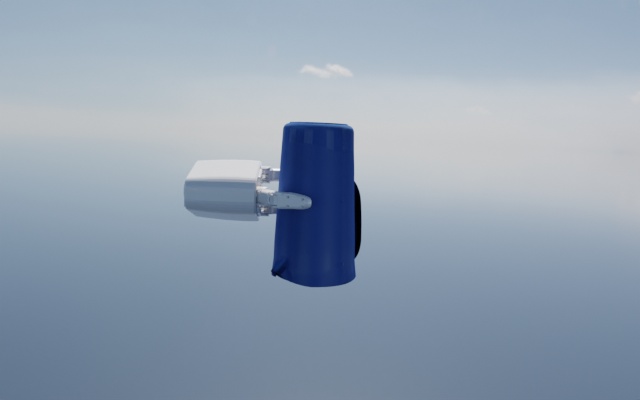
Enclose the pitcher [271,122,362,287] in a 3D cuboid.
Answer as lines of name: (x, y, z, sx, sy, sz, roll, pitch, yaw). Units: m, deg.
pitcher: (0.000, 0.002, 0.745, 0.145, 0.243, 0.149, 2, 8, 0)
